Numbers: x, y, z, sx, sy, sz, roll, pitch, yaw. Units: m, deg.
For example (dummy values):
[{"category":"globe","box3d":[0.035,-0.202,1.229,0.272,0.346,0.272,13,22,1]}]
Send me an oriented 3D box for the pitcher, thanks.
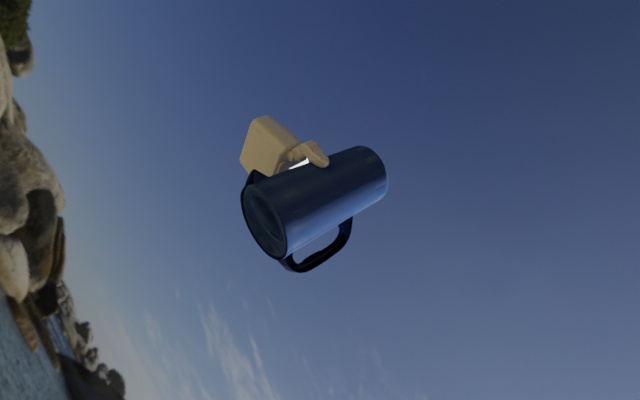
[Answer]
[{"category":"pitcher","box3d":[0.000,0.003,0.816,0.243,0.149,0.145,-25,53,-30]}]
